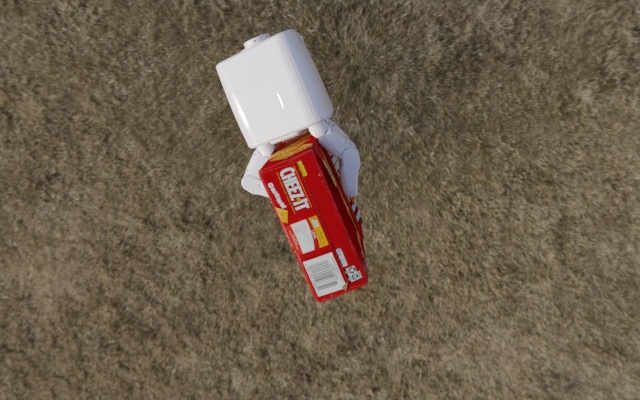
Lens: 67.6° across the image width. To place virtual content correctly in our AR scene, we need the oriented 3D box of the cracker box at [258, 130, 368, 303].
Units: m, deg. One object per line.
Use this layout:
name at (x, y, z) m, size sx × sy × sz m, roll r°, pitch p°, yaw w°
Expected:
cracker box at (0.000, 0.002, 0.602) m, size 0.072 × 0.164 × 0.213 m, roll -21°, pitch 14°, yaw 9°
